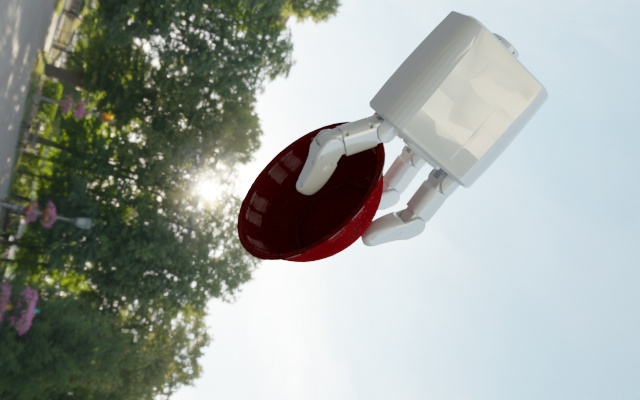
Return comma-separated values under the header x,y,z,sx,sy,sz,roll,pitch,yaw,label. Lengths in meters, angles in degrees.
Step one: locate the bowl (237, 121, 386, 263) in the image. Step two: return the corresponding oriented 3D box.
x,y,z,sx,sy,sz,roll,pitch,yaw,label
-0.001,0.002,0.455,0.162,0.162,0.055,0,-38,42,bowl
